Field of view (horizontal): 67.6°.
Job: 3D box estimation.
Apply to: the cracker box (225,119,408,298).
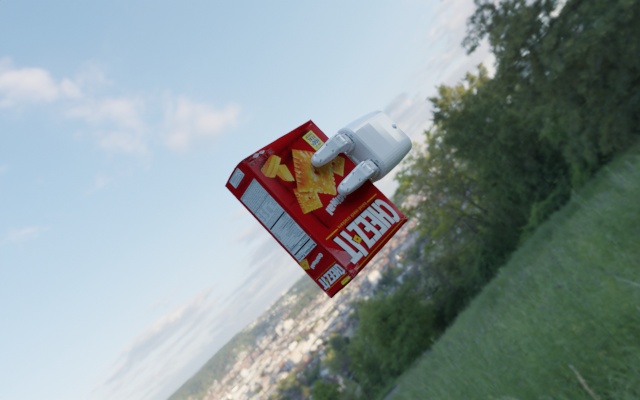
[{"bbox_3d":[0.000,0.002,0.676,0.164,0.213,0.072,-38,-8,-45],"label":"cracker box"}]
